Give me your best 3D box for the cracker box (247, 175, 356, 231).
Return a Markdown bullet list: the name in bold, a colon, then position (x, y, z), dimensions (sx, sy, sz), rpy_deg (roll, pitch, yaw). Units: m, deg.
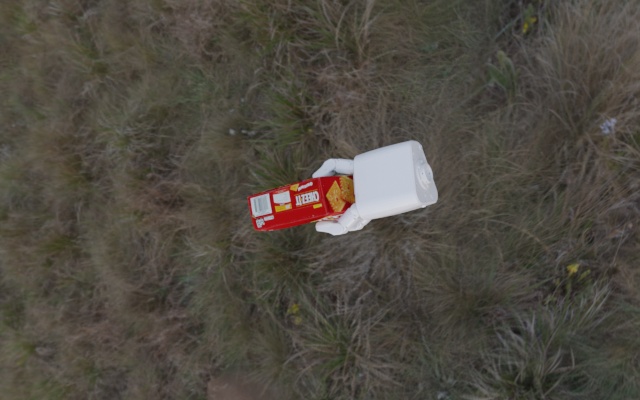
- **cracker box**: position (0.000, 0.003, 0.881), dimensions (0.164, 0.072, 0.213), rpy_deg (-14, -5, 34)
